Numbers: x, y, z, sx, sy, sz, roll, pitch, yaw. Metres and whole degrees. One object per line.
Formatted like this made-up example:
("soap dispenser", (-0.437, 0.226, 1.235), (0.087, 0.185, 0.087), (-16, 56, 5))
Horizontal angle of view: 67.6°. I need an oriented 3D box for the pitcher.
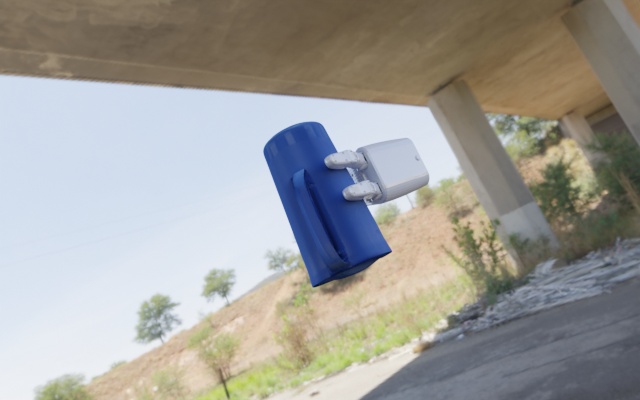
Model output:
("pitcher", (0.000, 0.002, 0.737), (0.145, 0.242, 0.149), (-18, -13, -31))
